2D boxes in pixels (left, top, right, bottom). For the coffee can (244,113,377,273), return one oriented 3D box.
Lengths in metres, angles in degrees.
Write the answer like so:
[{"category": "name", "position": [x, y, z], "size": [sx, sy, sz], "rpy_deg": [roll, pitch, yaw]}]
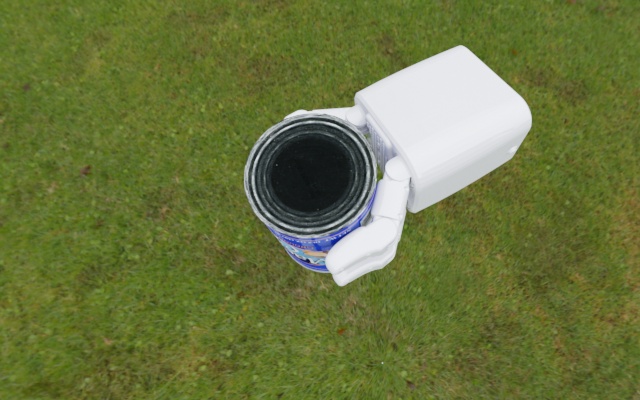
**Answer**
[{"category": "coffee can", "position": [0.000, 0.001, 0.426], "size": [0.103, 0.102, 0.140], "rpy_deg": [0, -19, 7]}]
